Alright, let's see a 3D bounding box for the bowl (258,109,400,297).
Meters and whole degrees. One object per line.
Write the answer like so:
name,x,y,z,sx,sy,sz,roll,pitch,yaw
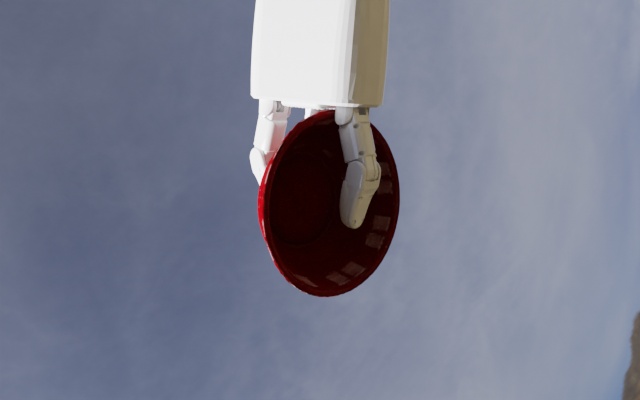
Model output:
bowl,0.000,0.003,0.429,0.162,0.162,0.055,0,4,-42
